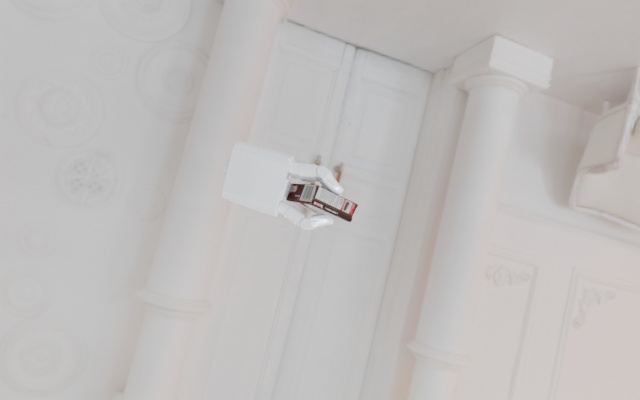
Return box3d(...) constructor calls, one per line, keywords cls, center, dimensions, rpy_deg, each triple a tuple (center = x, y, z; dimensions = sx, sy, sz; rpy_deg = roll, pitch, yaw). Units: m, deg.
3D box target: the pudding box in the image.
box3d(cls="pudding box", center=(0.000, 0.003, 0.864), dimensions=(0.090, 0.039, 0.113), rpy_deg=(24, -5, -25))
